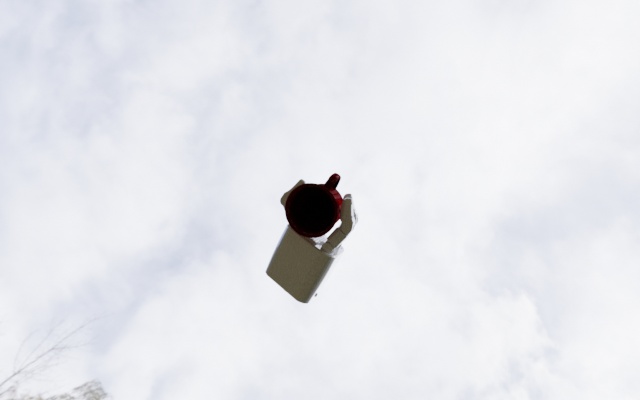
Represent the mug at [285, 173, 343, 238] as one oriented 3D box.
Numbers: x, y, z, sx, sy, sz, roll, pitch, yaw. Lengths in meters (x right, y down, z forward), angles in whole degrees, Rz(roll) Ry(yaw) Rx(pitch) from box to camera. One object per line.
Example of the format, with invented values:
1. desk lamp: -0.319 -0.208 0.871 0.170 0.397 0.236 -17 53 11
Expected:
1. mug: 0.001 0.001 0.832 0.093 0.117 0.081 31 13 10
